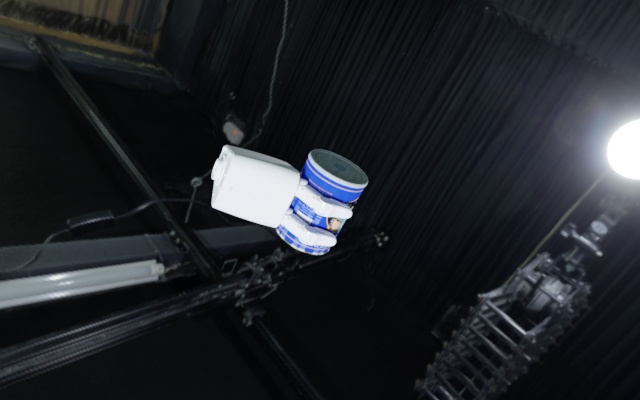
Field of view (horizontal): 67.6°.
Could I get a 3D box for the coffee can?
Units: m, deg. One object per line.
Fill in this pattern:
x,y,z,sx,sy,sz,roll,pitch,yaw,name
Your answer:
0.000,0.002,0.776,0.103,0.140,0.102,23,24,-11,coffee can
